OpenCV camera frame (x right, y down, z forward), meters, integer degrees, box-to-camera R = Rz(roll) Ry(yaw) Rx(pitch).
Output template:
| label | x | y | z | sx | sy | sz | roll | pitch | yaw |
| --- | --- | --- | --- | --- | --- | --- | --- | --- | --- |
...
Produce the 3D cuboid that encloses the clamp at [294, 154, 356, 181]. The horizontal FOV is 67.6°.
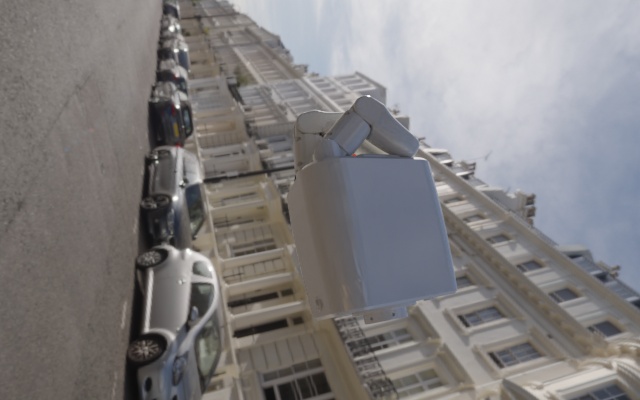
| label | x | y | z | sx | sy | sz | roll | pitch | yaw |
| --- | --- | --- | --- | --- | --- | --- | --- | --- | --- |
| clamp | 0.001 | 0.001 | 0.473 | 0.039 | 0.120 | 0.171 | -6 | -15 | -12 |
